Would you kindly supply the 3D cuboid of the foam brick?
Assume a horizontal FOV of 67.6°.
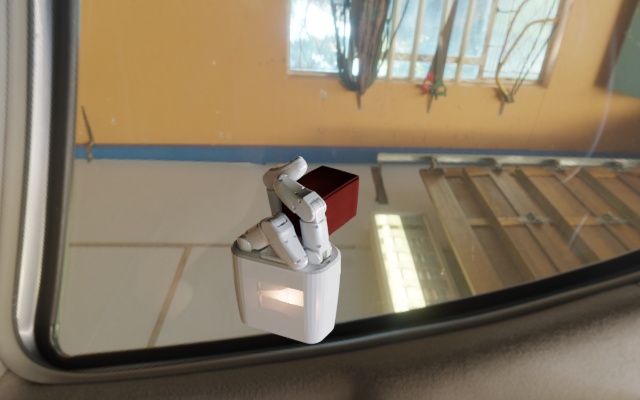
[{"bbox_3d":[0.000,0.002,0.533,0.053,0.051,0.078,20,35,32],"label":"foam brick"}]
